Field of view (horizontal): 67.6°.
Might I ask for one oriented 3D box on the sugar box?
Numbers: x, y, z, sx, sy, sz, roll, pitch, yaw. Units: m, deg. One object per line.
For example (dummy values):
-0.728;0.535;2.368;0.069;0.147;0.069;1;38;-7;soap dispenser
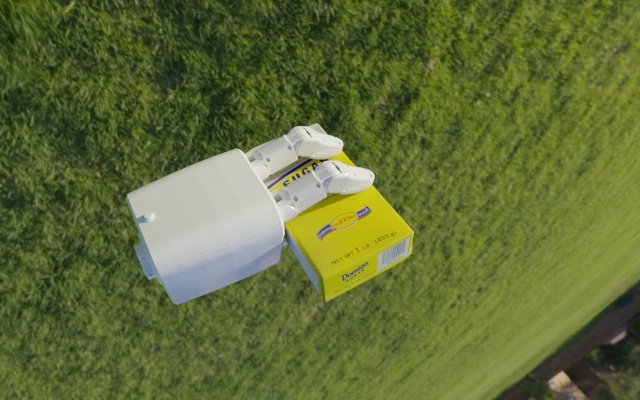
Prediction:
0.000;0.001;0.457;0.093;0.176;0.048;-25;-37;-16;sugar box
